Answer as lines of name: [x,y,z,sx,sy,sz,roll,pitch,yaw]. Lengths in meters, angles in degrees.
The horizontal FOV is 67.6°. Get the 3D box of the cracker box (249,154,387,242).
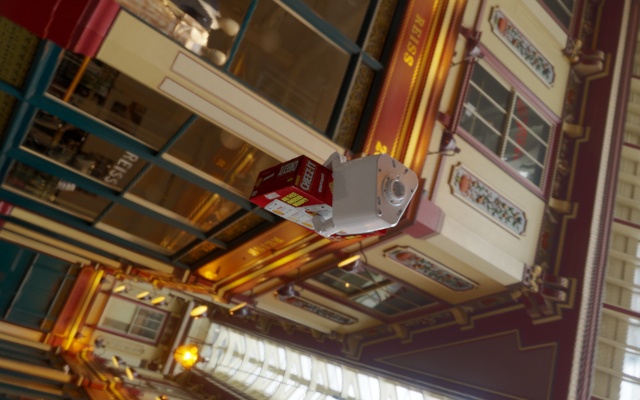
cracker box: [0.000,0.003,0.898,0.214,0.072,0.164,29,-24,-28]
